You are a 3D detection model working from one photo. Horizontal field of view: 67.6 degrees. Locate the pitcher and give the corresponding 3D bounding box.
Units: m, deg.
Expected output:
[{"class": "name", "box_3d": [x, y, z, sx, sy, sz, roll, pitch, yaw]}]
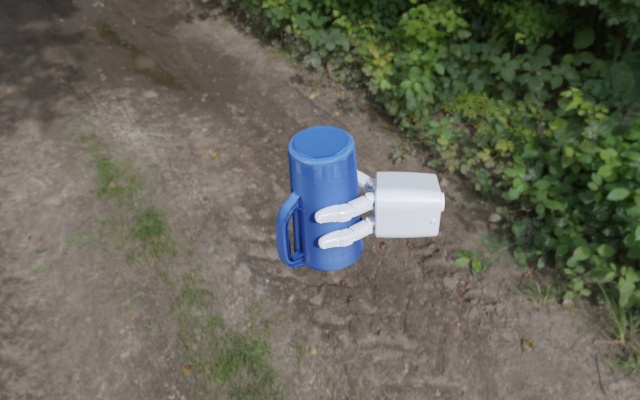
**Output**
[{"class": "pitcher", "box_3d": [0.000, 0.003, 0.827, 0.145, 0.243, 0.149, 2, 41, 8]}]
